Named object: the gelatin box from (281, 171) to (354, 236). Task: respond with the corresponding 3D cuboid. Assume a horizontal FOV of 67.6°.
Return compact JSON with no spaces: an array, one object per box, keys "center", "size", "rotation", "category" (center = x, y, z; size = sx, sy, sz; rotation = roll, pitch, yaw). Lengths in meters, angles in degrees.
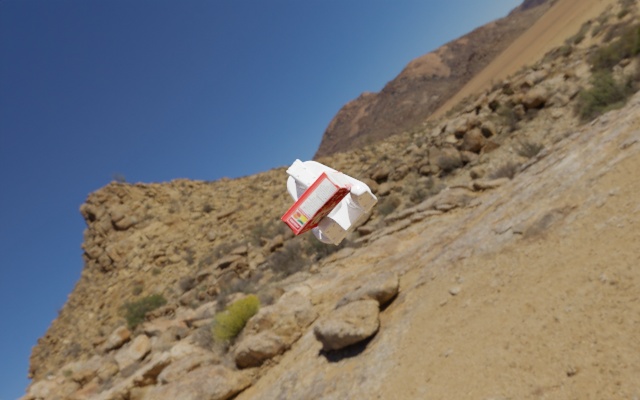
[{"center":[0.000,0.002,0.556],"size":[0.030,0.073,0.089],"rotation":[45,12,8],"category":"gelatin box"}]
